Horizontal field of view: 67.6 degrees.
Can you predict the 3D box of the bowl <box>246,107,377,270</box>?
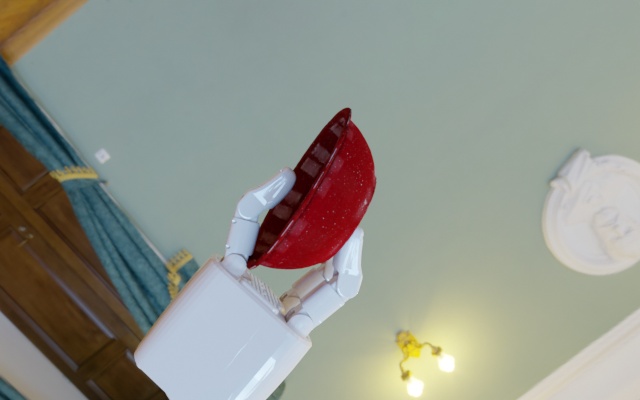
[{"bbox_3d":[0.001,0.001,0.415,0.055,0.162,0.162,32,-7,-11],"label":"bowl"}]
